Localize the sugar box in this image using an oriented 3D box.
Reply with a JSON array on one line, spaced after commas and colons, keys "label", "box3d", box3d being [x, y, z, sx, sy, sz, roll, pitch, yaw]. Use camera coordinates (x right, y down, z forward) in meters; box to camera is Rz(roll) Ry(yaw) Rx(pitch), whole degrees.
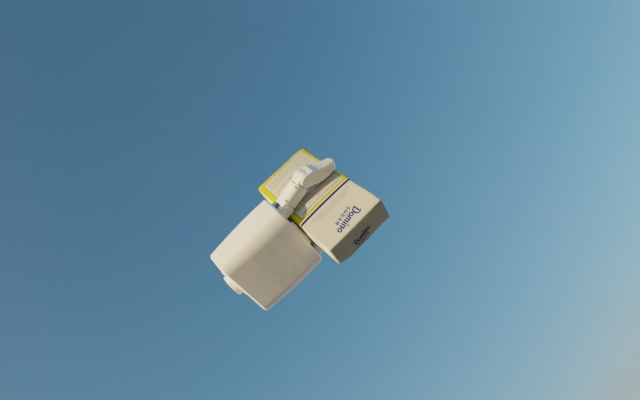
[{"label": "sugar box", "box3d": [0.000, 0.002, 0.652, 0.176, 0.093, 0.048, 39, -11, 41]}]
